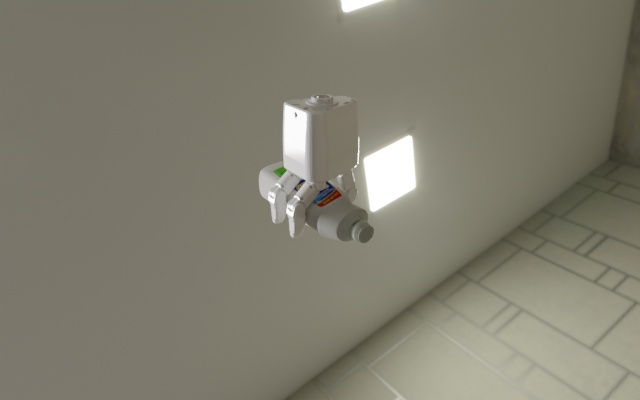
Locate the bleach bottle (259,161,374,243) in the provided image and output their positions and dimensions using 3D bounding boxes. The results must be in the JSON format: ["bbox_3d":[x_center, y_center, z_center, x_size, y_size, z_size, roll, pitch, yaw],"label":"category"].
[{"bbox_3d":[0.000,0.003,0.775,0.102,0.068,0.250,-17,30,-31],"label":"bleach bottle"}]
